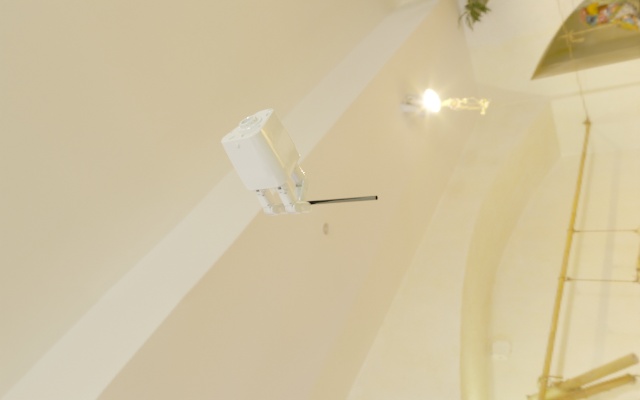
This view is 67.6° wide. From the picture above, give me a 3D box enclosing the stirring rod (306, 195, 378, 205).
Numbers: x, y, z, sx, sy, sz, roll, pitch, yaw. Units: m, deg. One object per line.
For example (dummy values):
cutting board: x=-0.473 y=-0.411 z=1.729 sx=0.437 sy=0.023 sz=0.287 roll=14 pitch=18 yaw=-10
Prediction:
stirring rod: x=0.000 y=0.003 z=0.885 sx=0.239 sy=0.011 sz=0.011 roll=-5 pitch=-3 yaw=37
